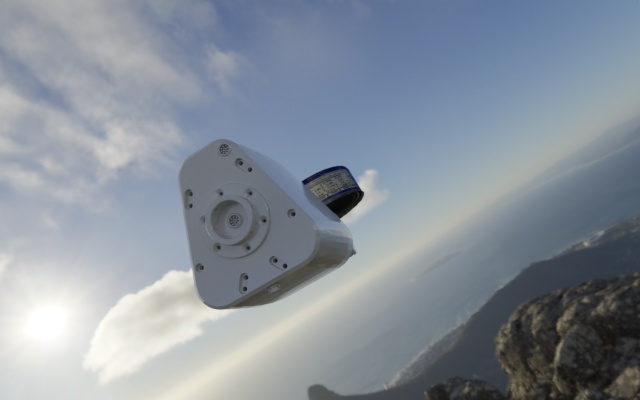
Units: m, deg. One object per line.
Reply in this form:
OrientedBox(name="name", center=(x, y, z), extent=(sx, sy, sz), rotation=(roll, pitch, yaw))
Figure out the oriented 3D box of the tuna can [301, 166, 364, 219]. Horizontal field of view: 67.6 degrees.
OrientedBox(name="tuna can", center=(0.000, 0.001, 0.490), extent=(0.086, 0.033, 0.086), rotation=(-29, -16, -9))
